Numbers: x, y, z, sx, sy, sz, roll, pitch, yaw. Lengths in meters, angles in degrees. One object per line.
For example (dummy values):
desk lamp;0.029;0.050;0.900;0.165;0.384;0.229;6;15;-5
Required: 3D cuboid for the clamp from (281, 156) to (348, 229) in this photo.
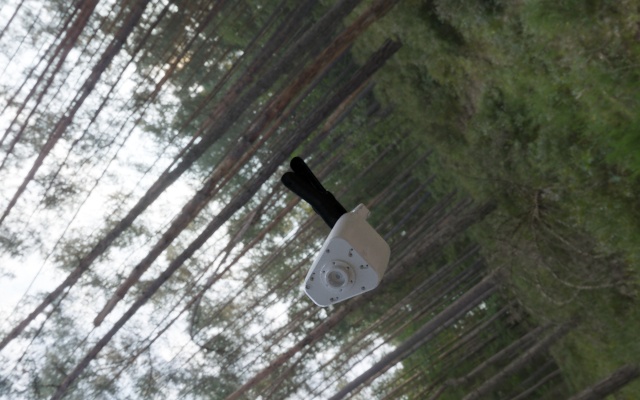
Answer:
clamp;0.000;0.003;0.768;0.039;0.171;0.120;-43;1;21
